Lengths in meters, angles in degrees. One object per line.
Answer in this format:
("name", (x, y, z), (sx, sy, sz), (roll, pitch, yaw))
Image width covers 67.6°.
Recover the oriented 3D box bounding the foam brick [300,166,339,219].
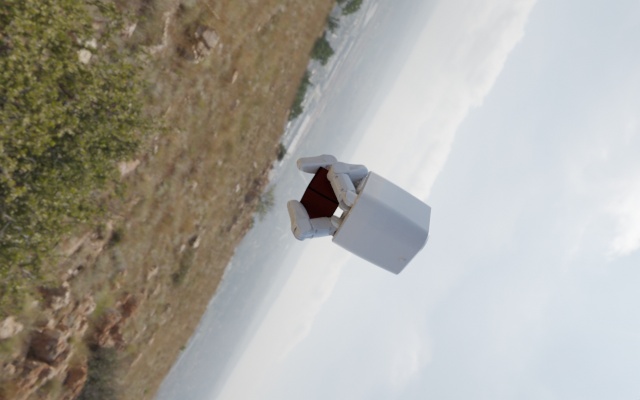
("foam brick", (0.000, 0.002, 0.682), (0.051, 0.053, 0.078), (29, -44, 1))
